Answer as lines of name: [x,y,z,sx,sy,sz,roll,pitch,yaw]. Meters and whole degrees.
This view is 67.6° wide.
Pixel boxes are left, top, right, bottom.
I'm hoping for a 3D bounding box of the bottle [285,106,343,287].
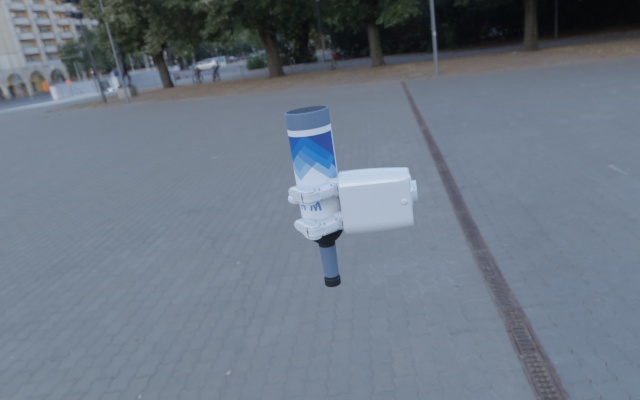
bottle: [0.000,0.002,0.761,0.069,0.296,0.069,-8,19,3]
